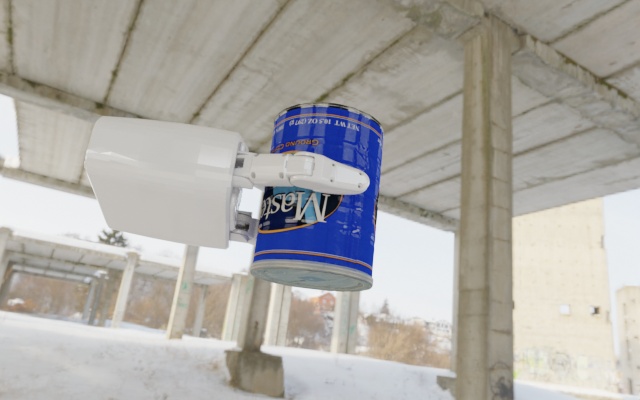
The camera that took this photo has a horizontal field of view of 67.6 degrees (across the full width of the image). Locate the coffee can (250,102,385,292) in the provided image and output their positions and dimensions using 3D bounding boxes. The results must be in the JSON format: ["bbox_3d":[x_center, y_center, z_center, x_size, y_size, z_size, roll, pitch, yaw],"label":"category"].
[{"bbox_3d":[0.000,0.002,0.418,0.103,0.140,0.103,6,-18,2],"label":"coffee can"}]
